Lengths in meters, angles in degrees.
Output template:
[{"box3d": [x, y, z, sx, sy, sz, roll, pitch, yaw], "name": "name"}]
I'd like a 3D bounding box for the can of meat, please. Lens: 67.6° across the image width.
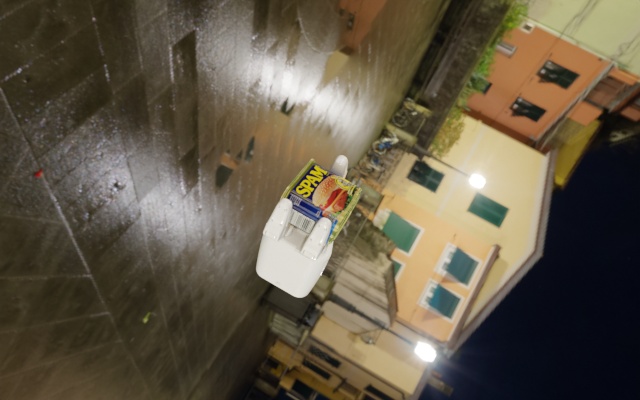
[{"box3d": [0.000, 0.002, 0.643, 0.084, 0.057, 0.102, 29, 41, 6], "name": "can of meat"}]
